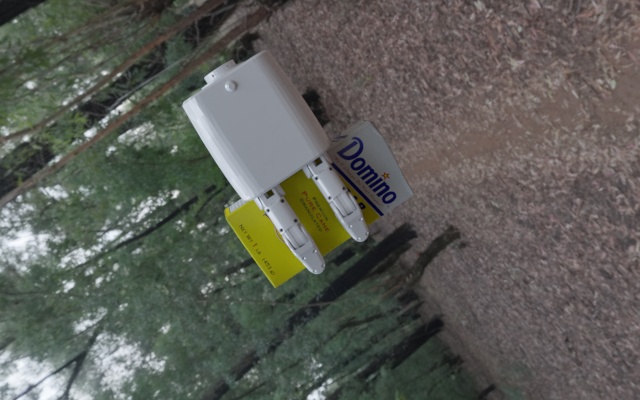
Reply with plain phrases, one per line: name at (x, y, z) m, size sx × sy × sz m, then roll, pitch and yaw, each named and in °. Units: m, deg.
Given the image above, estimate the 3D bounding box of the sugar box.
sugar box at (0.000, 0.002, 0.496) m, size 0.176 × 0.093 × 0.048 m, roll -34°, pitch 17°, yaw -2°
